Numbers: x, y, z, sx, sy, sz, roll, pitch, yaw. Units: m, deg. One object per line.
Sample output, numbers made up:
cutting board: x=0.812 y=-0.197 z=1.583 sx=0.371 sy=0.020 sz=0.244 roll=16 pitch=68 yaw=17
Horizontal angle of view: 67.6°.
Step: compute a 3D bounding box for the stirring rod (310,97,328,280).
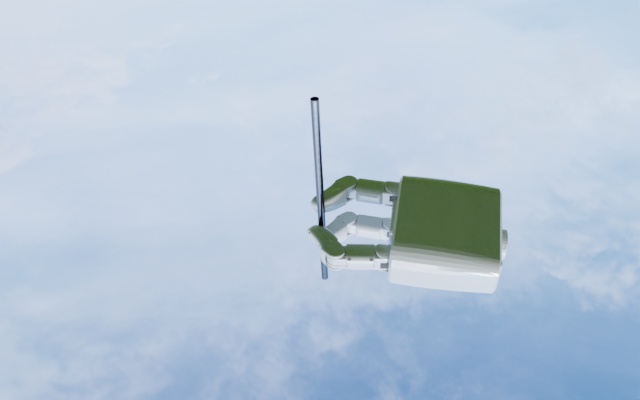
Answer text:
stirring rod: x=0.000 y=0.002 z=0.499 sx=0.011 sy=0.240 sz=0.011 roll=-2 pitch=41 yaw=2
